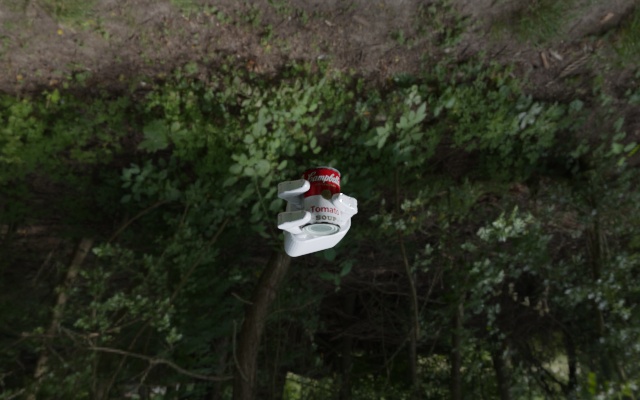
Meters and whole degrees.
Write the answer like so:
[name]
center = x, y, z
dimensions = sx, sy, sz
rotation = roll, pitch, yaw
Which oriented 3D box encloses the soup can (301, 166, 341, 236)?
[soup can]
center = 0.000, 0.003, 0.805
dimensions = 0.068, 0.102, 0.068
rotation = 0, -22, 0
